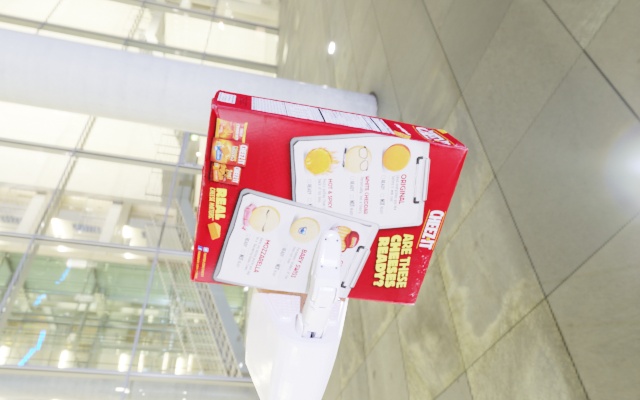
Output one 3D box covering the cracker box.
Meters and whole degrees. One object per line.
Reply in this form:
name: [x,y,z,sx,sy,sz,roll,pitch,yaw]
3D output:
cracker box: [0.000,0.001,0.435,0.214,0.164,0.072,8,24,-12]
